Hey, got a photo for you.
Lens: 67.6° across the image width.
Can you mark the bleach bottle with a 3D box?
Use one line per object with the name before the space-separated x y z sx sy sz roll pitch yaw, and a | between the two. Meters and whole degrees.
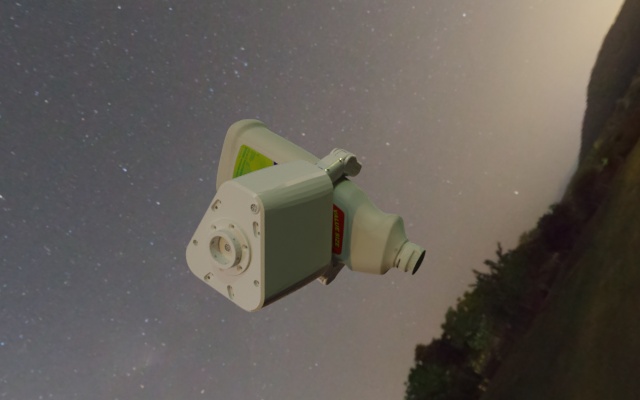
bleach bottle | 0.000 0.002 0.527 0.250 0.103 0.068 28 24 24
